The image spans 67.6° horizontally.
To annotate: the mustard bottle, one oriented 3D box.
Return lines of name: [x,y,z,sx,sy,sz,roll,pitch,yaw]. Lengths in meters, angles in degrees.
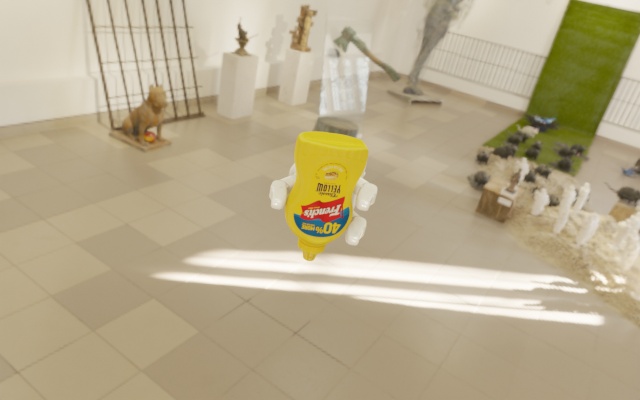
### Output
mustard bottle: [0.000,0.002,0.674,0.096,0.192,0.058,5,27,-15]
